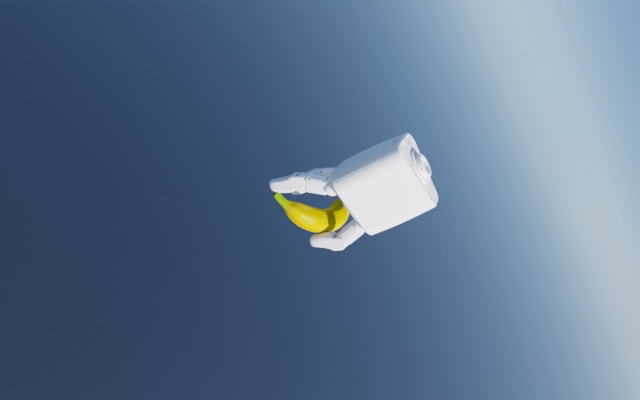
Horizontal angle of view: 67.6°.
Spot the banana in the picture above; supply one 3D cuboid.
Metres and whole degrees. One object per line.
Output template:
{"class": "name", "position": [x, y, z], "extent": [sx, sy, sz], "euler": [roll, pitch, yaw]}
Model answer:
{"class": "banana", "position": [0.004, 0.019, 0.760], "extent": [0.037, 0.069, 0.198], "euler": [-28, -17, 27]}
